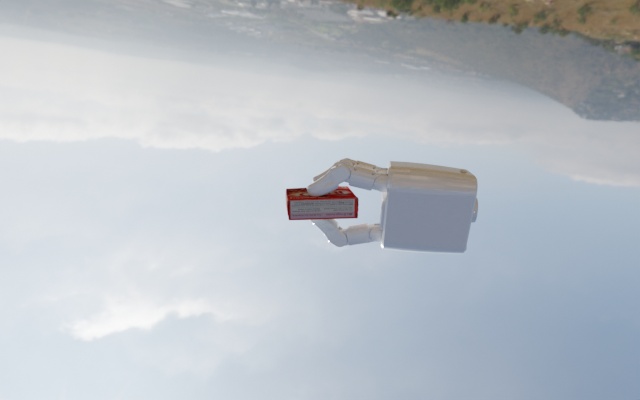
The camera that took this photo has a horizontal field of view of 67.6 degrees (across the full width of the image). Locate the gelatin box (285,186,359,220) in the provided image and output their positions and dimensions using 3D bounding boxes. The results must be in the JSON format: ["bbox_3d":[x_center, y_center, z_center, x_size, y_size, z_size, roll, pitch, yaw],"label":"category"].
[{"bbox_3d":[0.000,0.002,0.621,0.089,0.030,0.073,-2,13,-5],"label":"gelatin box"}]
